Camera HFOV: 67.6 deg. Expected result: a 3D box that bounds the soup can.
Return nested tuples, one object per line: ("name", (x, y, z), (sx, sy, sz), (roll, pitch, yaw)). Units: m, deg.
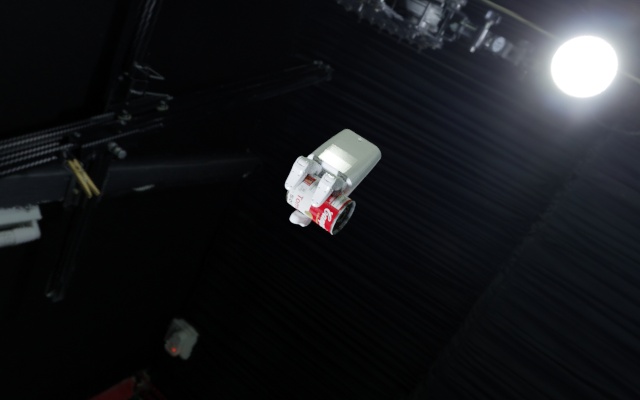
("soup can", (0.000, 0.003, 0.827), (0.102, 0.068, 0.068), (35, 12, 18))
